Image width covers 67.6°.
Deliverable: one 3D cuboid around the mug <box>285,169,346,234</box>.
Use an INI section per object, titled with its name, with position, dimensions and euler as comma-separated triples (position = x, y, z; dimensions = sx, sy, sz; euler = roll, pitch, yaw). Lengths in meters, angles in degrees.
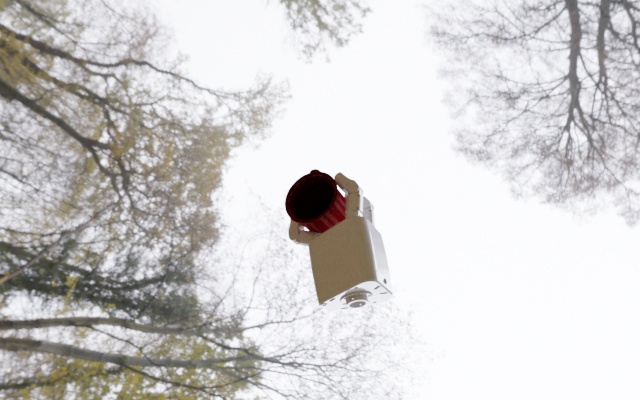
[mug]
position = 0.000, 0.002, 0.787
dimensions = 0.093, 0.117, 0.081
euler = -20, -36, 18
